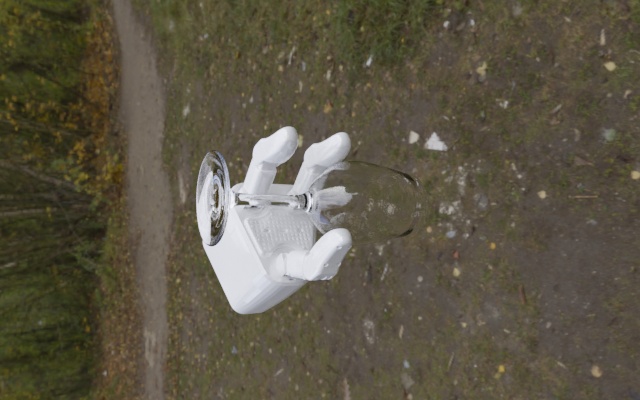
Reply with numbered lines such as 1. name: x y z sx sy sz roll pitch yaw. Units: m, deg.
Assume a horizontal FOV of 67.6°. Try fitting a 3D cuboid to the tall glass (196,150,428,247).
1. tall glass: 0.000 0.001 0.419 0.201 0.079 0.079 2 -1 -31
